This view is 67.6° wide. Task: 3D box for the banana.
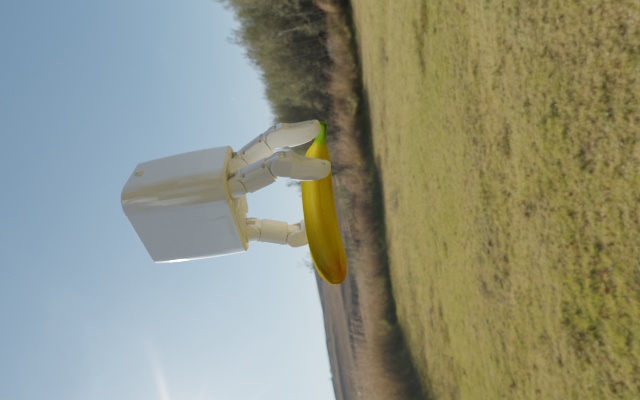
[{"bbox_3d":[0.000,0.010,0.498,0.037,0.197,0.070,-6,-36,-3],"label":"banana"}]
